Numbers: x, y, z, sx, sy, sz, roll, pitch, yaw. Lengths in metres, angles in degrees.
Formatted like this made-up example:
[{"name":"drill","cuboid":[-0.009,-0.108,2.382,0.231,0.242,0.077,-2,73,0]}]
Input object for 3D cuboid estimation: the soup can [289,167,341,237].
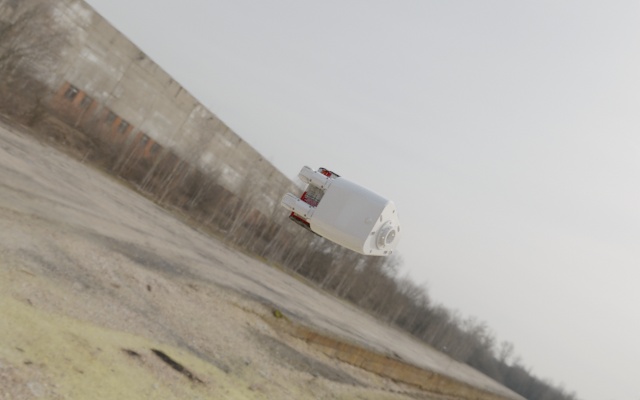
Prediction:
[{"name":"soup can","cuboid":[0.000,0.002,0.820,0.068,0.102,0.068,30,-7,4]}]
